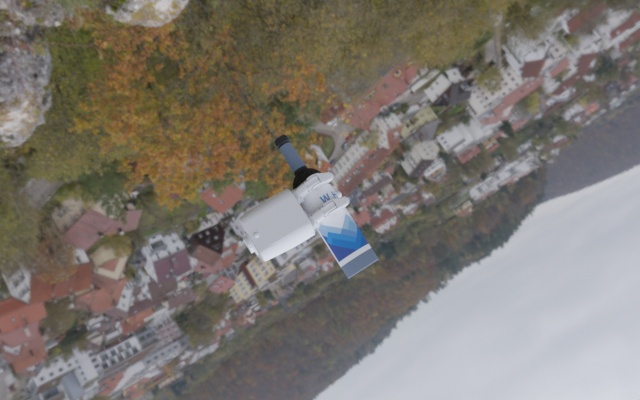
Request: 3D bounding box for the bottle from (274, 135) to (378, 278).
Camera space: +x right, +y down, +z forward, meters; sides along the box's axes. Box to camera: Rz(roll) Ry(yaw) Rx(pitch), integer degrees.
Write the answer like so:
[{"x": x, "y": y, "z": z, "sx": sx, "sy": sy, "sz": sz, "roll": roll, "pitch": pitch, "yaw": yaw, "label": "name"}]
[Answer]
[{"x": 0.000, "y": 0.003, "z": 0.896, "sx": 0.069, "sy": 0.295, "sz": 0.069, "roll": -32, "pitch": -10, "yaw": -6, "label": "bottle"}]
